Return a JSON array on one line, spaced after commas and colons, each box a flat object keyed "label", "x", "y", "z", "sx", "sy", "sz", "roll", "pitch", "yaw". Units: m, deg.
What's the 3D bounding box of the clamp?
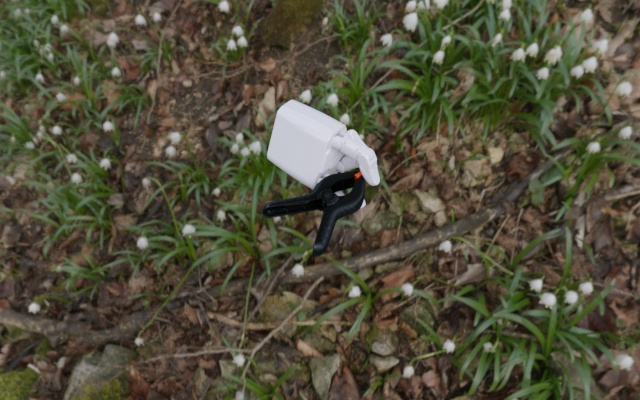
[{"label": "clamp", "x": 0.000, "y": 0.002, "z": 0.724, "sx": 0.120, "sy": 0.039, "sz": 0.171, "roll": 32, "pitch": 52, "yaw": 20}]
